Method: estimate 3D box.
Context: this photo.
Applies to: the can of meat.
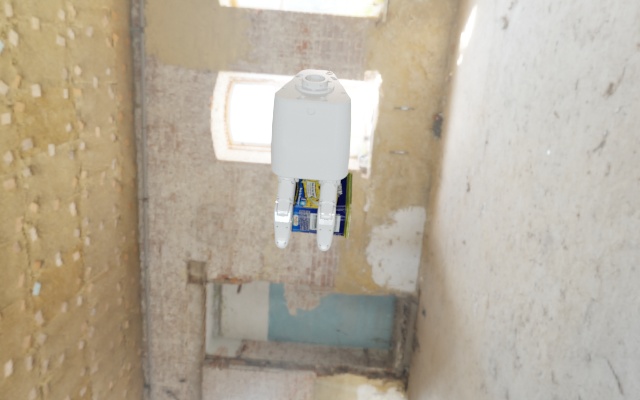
[{"bbox_3d":[0.000,0.002,0.663,0.084,0.057,0.102,5,40,1],"label":"can of meat"}]
